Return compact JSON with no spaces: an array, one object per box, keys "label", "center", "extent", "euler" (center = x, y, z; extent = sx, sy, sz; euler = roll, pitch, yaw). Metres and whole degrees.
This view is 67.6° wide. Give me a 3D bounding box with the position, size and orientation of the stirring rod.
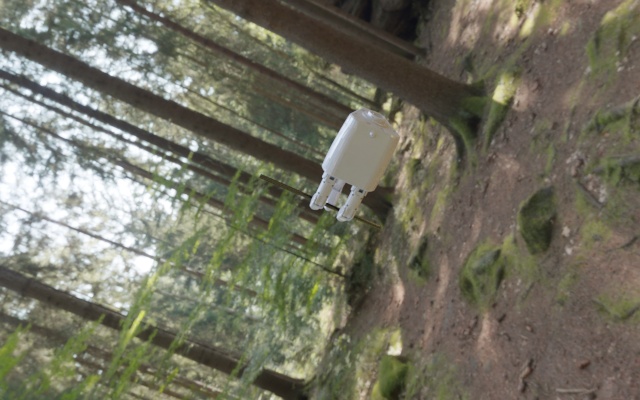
[{"label":"stirring rod","center":[0.000,0.003,0.876],"extent":[0.239,0.011,0.011],"euler":[23,-3,-7]}]
